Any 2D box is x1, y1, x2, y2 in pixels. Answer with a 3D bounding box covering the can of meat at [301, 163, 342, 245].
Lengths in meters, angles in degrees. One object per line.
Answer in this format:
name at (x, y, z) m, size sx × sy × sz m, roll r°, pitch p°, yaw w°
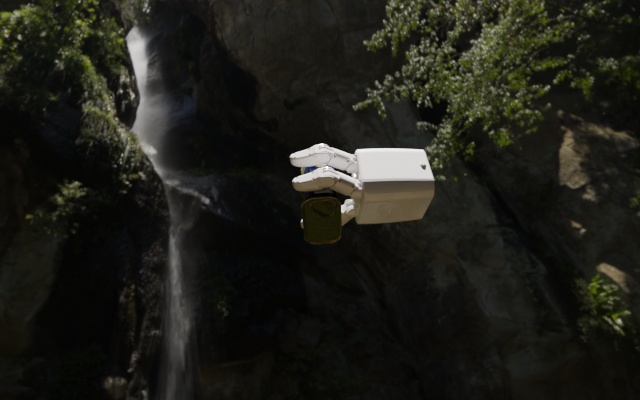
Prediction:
can of meat at (0.000, 0.002, 0.726) m, size 0.057 × 0.083 × 0.102 m, roll -4°, pitch -43°, yaw 0°
